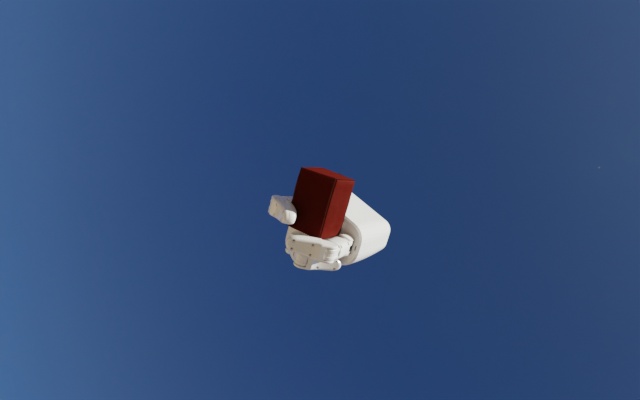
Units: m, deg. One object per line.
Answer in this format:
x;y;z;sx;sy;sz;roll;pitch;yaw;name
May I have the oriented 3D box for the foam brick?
0.000;0.002;0.589;0.053;0.078;0.051;23;15;28;foam brick
